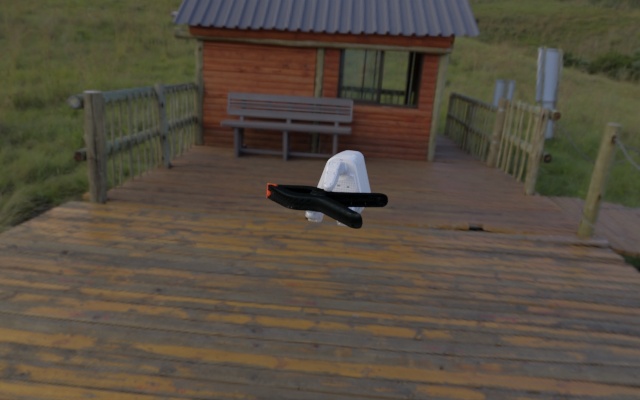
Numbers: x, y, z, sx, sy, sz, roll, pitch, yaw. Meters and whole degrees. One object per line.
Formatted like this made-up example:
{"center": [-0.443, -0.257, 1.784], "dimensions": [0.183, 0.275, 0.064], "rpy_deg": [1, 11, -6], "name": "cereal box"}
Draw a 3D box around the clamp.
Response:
{"center": [0.000, 0.002, 0.809], "dimensions": [0.210, 0.036, 0.164], "rpy_deg": [9, 15, 14], "name": "clamp"}
